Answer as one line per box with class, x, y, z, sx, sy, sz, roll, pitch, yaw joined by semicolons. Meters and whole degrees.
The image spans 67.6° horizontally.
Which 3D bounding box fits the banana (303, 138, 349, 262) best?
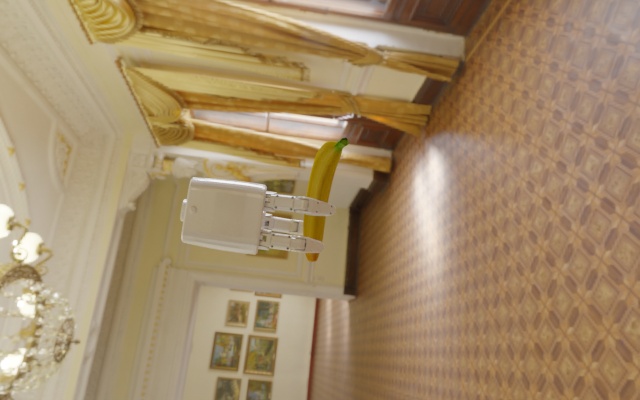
banana;-0.001;-0.007;0.721;0.037;0.198;0.069;9;19;-10
